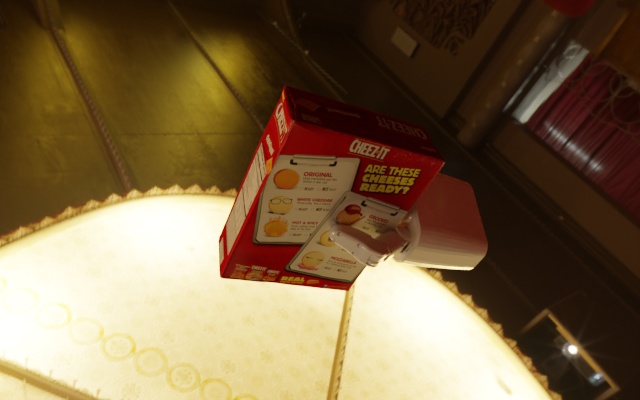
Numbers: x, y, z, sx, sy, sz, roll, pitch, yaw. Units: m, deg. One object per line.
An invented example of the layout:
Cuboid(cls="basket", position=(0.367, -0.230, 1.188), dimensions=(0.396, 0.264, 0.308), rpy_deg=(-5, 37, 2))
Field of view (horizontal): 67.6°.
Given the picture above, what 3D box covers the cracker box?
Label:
Cuboid(cls="cracker box", position=(0.000, 0.002, 0.510), dimensions=(0.164, 0.214, 0.072), rpy_deg=(11, 39, -25))
